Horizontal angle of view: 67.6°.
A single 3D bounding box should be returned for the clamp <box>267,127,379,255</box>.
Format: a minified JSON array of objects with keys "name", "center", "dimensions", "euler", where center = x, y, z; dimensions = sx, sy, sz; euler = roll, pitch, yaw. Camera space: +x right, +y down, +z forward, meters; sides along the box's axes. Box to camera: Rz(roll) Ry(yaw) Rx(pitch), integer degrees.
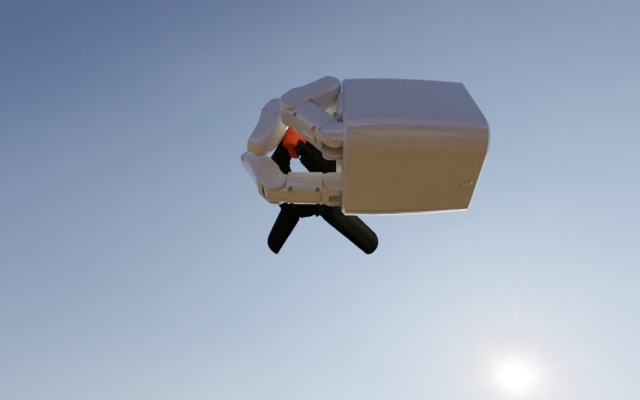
[{"name":"clamp","center":[0.000,0.001,0.467],"dimensions":[0.120,0.039,0.172],"euler":[0,-40,2]}]
